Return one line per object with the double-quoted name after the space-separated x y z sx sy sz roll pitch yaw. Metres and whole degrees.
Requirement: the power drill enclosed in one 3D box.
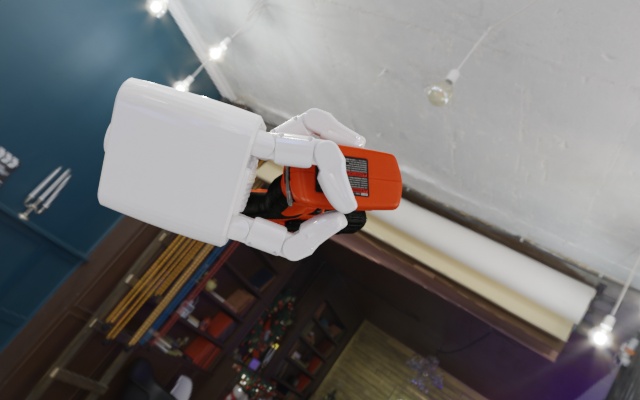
0.000 0.001 0.487 0.184 0.057 0.188 3 -15 -26 "power drill"
